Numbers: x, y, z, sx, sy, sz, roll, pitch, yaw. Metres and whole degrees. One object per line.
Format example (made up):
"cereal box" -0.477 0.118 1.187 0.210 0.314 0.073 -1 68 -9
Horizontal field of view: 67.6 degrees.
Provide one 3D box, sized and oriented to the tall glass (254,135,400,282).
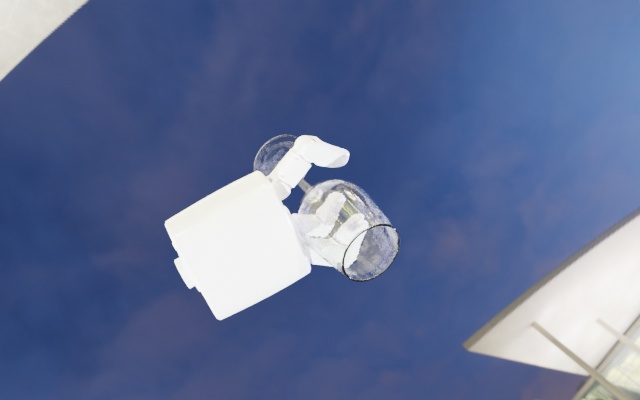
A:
"tall glass" 0.000 0.001 0.500 0.079 0.079 0.201 0 27 -32
